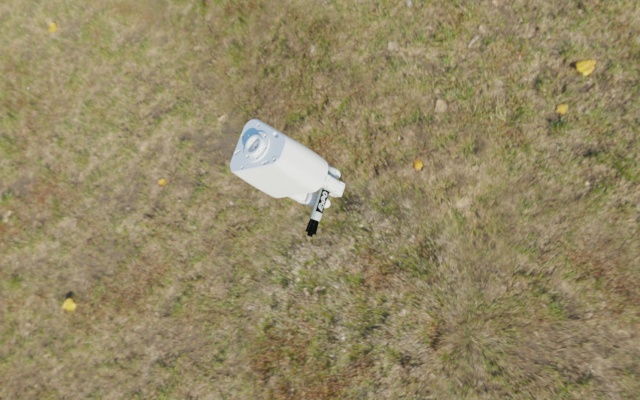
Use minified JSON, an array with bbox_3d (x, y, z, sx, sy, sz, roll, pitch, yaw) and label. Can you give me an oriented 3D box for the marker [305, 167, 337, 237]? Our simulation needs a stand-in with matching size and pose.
[{"bbox_3d":[0.000,0.003,0.801,0.020,0.121,0.020,18,-9,3],"label":"marker"}]
